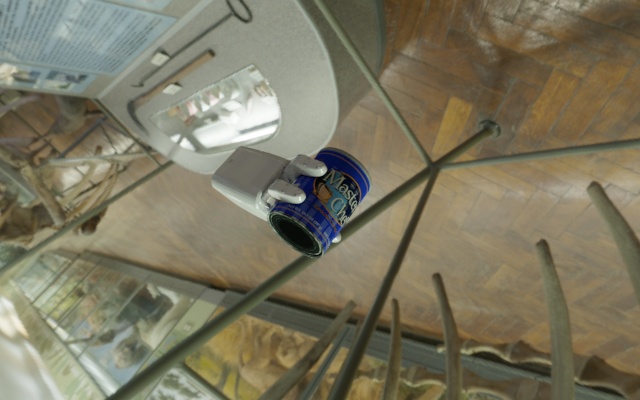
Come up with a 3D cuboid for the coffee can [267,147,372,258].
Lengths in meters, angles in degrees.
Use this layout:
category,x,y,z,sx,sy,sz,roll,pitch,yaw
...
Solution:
category,x,y,z,sx,sy,sz,roll,pitch,yaw
coffee can,0.000,0.002,0.732,0.103,0.140,0.103,29,-27,17
